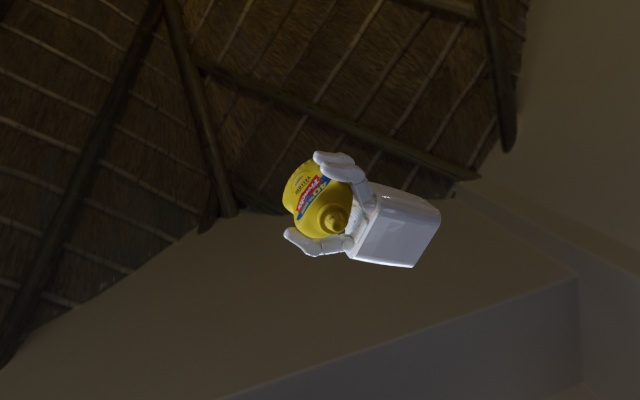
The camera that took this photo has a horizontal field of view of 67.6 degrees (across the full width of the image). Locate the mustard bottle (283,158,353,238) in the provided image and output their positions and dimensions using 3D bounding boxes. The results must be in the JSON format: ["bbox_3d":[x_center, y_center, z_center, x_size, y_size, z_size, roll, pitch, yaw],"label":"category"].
[{"bbox_3d":[0.000,0.002,0.683,0.058,0.096,0.191,38,6,-23],"label":"mustard bottle"}]
